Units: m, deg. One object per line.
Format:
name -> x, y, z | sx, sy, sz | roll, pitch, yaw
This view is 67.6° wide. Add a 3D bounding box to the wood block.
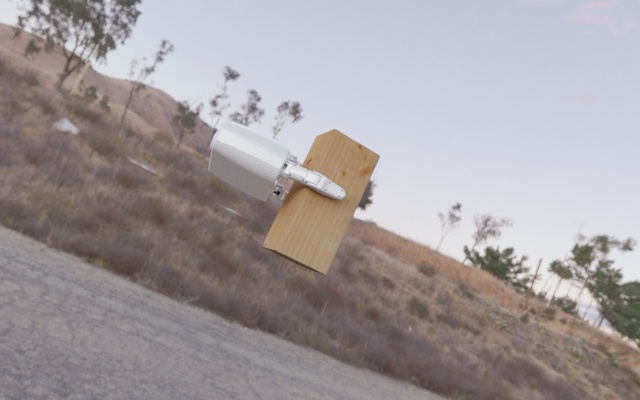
wood block -> 0.000, 0.002, 0.760 | 0.090, 0.206, 0.091 | 29, -10, -18
